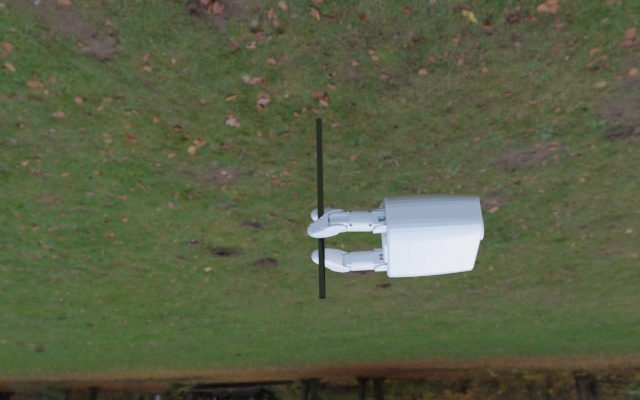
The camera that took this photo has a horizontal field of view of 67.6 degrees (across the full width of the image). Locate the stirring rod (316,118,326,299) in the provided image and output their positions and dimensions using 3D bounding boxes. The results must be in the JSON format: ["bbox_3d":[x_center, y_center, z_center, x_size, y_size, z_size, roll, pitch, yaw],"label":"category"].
[{"bbox_3d":[0.000,0.002,0.598,0.011,0.239,0.011,-1,-22,0],"label":"stirring rod"}]
